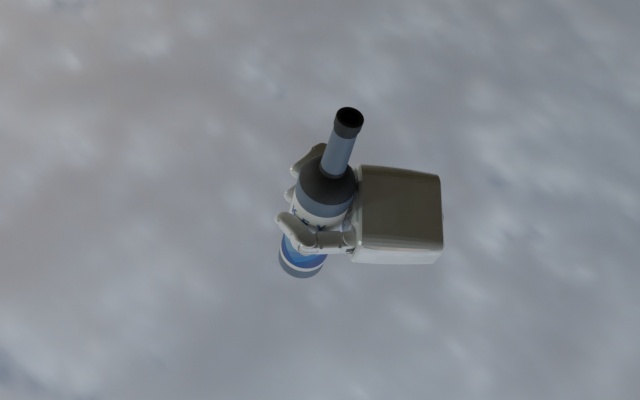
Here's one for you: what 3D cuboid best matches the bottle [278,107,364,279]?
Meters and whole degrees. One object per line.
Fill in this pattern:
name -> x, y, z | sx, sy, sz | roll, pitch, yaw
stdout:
bottle -> 0.000, 0.002, 0.568 | 0.069, 0.069, 0.296 | 0, -33, -13
